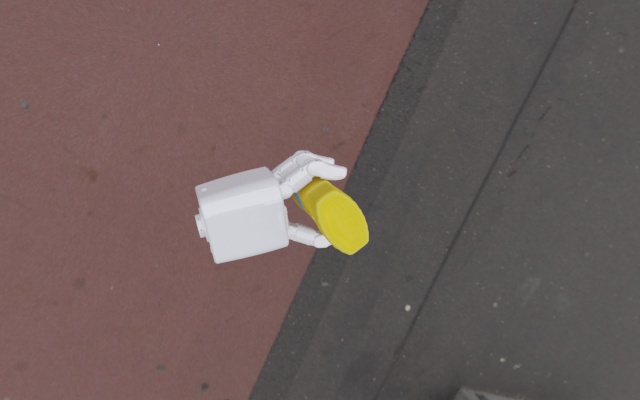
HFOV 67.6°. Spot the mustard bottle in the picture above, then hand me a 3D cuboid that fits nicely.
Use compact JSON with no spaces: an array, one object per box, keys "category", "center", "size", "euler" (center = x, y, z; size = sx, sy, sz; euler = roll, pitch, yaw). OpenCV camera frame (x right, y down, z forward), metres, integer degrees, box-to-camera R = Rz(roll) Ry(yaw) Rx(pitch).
[{"category":"mustard bottle","center":[0.000,0.002,0.687],"size":[0.058,0.096,0.191],"euler":[-38,25,-4]}]
